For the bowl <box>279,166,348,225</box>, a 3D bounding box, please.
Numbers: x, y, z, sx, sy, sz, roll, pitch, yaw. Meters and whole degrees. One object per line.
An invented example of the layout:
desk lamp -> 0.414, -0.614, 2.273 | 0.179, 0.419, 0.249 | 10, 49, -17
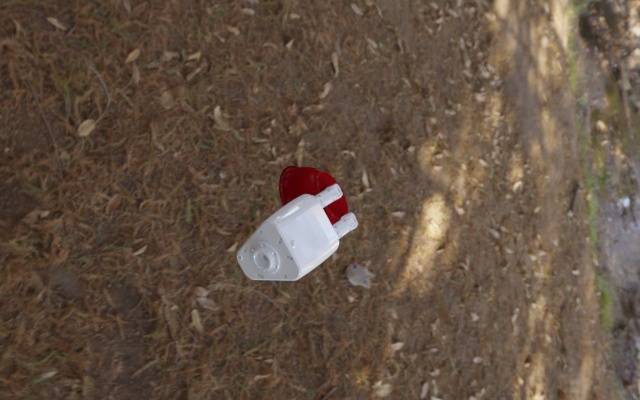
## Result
bowl -> 0.001, 0.002, 0.821 | 0.055, 0.162, 0.162 | -27, -12, 26
